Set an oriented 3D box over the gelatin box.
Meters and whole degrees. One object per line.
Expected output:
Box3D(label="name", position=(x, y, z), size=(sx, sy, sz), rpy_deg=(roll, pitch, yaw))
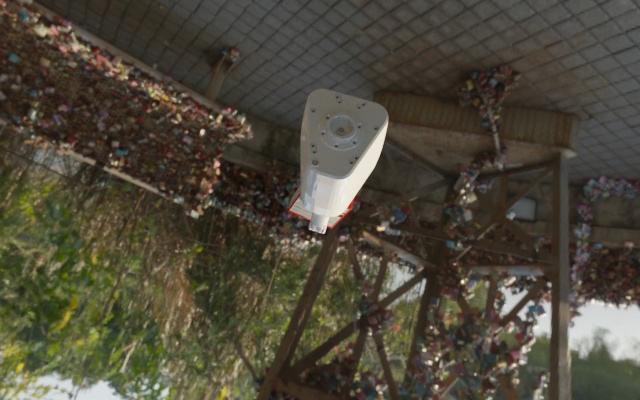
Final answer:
Box3D(label="gelatin box", position=(0.000, 0.003, 0.685), size=(0.073, 0.030, 0.089), rpy_deg=(22, -27, -9))
